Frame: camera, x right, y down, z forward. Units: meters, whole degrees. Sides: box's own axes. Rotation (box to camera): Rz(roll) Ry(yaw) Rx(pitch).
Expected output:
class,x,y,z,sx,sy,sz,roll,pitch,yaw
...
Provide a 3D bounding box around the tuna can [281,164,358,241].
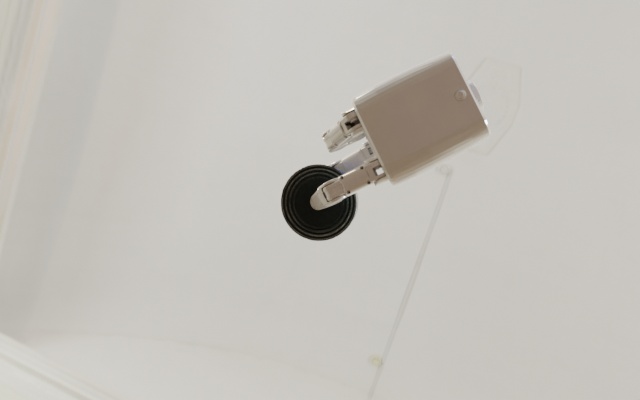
class,x,y,z,sx,sy,sz,roll,pitch,yaw
tuna can,0.000,0.002,0.547,0.086,0.086,0.034,0,3,9
